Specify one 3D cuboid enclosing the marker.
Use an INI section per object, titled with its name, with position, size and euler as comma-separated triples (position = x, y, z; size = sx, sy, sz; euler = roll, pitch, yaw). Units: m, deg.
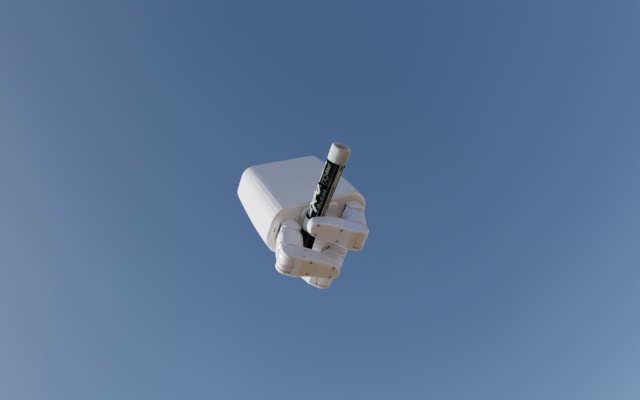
[marker]
position = 0.000, 0.002, 0.469
size = 0.020, 0.121, 0.020
euler = 18, 23, -8
